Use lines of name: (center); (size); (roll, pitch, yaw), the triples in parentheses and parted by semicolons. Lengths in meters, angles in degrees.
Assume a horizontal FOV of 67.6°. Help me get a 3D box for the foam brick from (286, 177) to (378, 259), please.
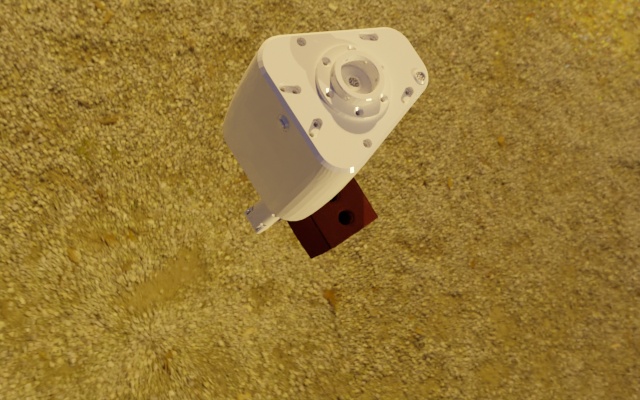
foam brick: (0.000, 0.002, 0.403); (0.053, 0.078, 0.051); (-32, -2, -26)
